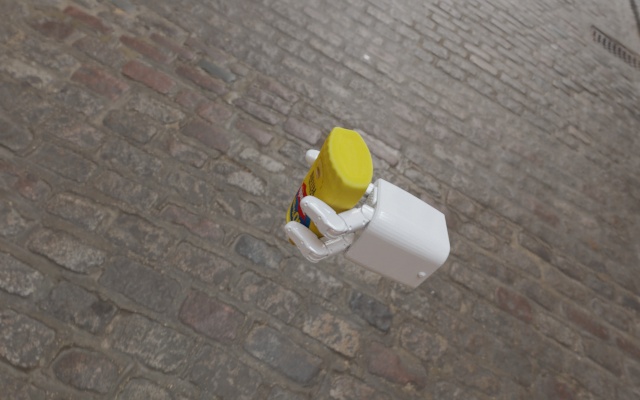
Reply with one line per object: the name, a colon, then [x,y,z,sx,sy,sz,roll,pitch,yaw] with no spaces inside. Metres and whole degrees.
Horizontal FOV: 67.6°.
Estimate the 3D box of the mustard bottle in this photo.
mustard bottle: [0.000,0.002,0.623,0.058,0.096,0.192,9,-40,-22]
